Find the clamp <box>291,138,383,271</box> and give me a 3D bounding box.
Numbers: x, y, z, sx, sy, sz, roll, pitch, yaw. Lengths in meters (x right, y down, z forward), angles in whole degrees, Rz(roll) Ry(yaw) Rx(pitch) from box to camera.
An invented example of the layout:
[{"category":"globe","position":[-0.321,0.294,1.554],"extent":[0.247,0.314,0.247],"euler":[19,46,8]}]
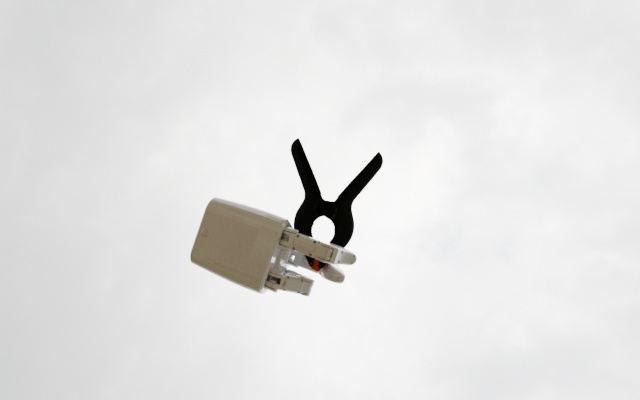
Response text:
[{"category":"clamp","position":[0.000,0.002,0.623],"extent":[0.120,0.171,0.039],"euler":[19,0,12]}]
